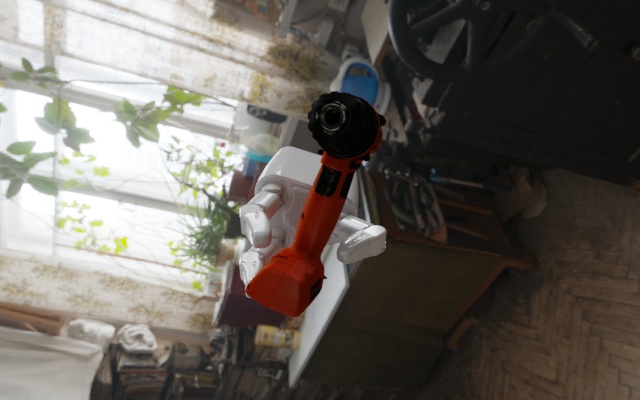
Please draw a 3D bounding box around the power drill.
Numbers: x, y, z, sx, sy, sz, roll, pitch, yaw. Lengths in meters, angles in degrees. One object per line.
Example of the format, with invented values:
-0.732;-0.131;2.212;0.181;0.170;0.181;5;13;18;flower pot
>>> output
0.000;0.002;0.412;0.057;0.188;0.184;25;8;10;power drill
